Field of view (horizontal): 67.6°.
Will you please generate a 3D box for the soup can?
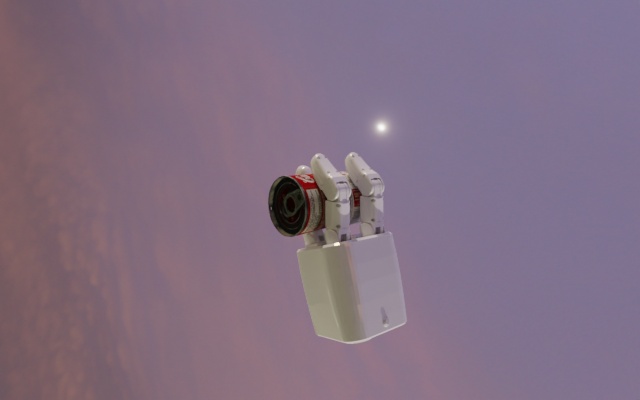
[{"bbox_3d":[0.000,0.001,0.557,0.102,0.068,0.068,-7,5,-41],"label":"soup can"}]
